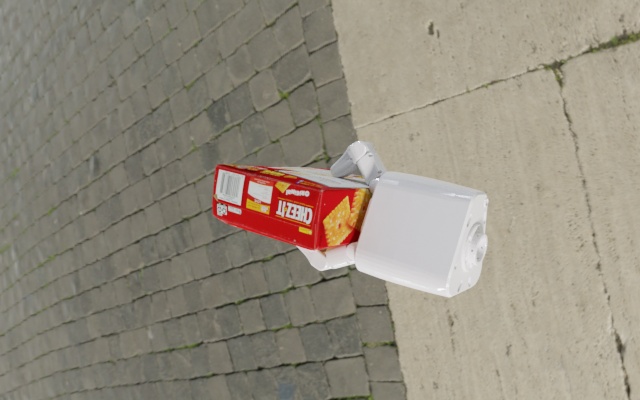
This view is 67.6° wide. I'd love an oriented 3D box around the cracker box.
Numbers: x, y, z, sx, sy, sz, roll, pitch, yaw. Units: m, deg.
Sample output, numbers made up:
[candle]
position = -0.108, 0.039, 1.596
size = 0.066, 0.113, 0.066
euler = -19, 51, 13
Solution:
[cracker box]
position = 0.000, 0.002, 0.595
size = 0.164, 0.072, 0.213
euler = 14, 10, 36
